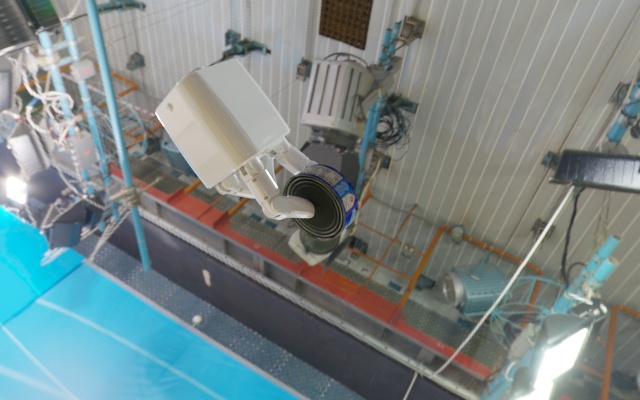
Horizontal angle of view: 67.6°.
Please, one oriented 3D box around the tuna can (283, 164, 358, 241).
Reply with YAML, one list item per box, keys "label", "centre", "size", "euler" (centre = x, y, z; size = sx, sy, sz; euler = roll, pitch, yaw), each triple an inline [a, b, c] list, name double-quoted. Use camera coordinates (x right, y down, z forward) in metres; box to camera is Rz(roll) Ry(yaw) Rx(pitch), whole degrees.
- label: "tuna can"
  centre: [0.000, 0.002, 0.554]
  size: [0.086, 0.086, 0.033]
  euler: [0, 28, 40]
